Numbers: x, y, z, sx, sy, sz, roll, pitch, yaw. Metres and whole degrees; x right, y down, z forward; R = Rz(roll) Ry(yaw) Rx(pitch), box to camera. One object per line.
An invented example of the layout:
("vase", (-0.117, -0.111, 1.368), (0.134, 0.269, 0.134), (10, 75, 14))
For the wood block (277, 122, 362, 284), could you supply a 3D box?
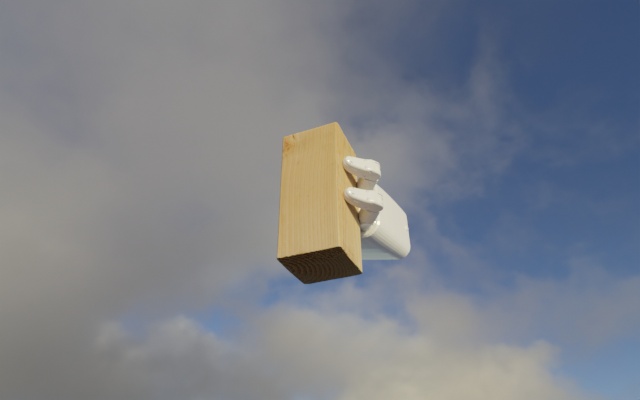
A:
("wood block", (0.000, 0.002, 0.685), (0.091, 0.206, 0.090), (-14, -36, 19))
